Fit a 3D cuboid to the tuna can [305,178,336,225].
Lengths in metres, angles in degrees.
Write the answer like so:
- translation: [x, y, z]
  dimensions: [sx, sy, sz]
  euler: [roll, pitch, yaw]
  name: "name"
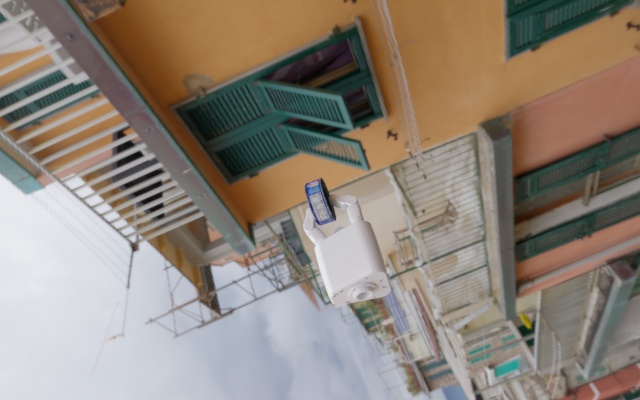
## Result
- translation: [0.000, 0.003, 0.896]
  dimensions: [0.034, 0.086, 0.086]
  euler: [-19, -3, 8]
  name: "tuna can"
